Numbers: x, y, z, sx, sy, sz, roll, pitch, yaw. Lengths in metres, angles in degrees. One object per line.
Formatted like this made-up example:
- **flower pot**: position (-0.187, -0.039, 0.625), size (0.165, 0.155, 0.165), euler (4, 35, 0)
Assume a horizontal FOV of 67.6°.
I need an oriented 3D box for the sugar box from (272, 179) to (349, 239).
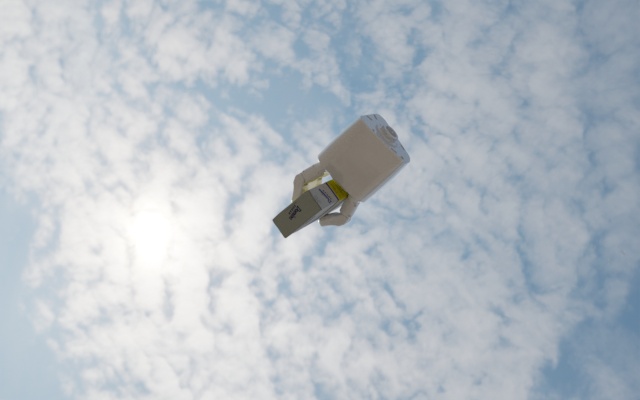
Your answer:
- **sugar box**: position (0.000, 0.002, 0.833), size (0.093, 0.048, 0.176), euler (-39, -8, 30)
